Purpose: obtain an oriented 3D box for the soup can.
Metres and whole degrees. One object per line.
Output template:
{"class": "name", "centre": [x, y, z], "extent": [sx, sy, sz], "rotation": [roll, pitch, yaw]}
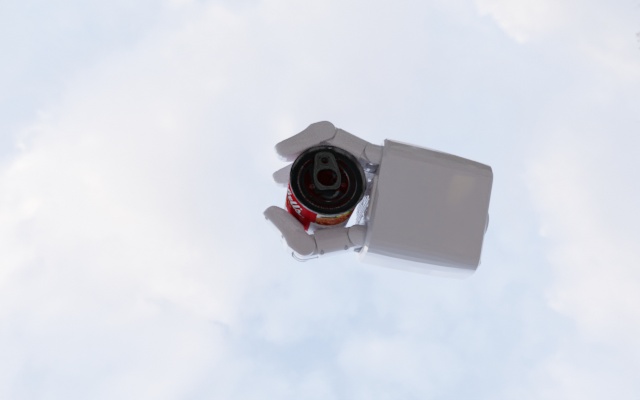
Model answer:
{"class": "soup can", "centre": [0.000, 0.002, 0.457], "extent": [0.068, 0.068, 0.102], "rotation": [0, -24, -9]}
